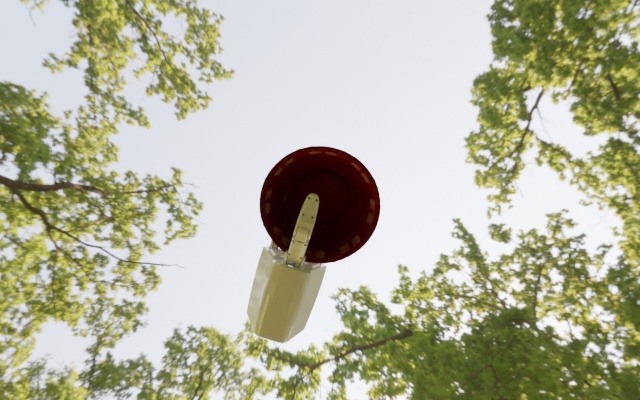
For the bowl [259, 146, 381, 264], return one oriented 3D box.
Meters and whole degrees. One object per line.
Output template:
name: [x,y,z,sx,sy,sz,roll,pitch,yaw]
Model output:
bowl: [0.001,0.001,0.658,0.162,0.162,0.055,0,14,3]
